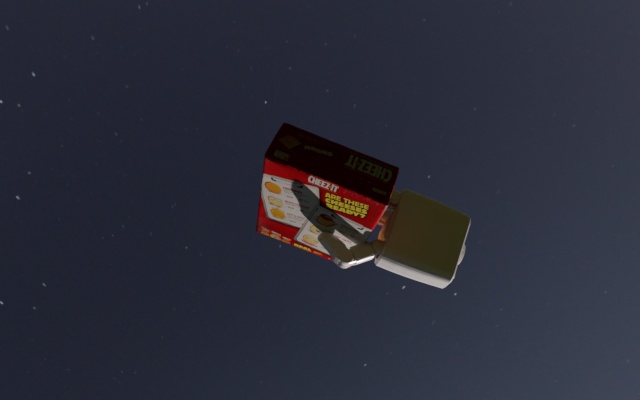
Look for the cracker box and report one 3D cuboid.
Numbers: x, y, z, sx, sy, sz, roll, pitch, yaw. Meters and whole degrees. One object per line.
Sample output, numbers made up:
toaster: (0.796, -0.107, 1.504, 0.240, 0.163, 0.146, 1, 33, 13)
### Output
cracker box: (0.000, 0.002, 0.682, 0.164, 0.072, 0.214, 21, -31, 2)
